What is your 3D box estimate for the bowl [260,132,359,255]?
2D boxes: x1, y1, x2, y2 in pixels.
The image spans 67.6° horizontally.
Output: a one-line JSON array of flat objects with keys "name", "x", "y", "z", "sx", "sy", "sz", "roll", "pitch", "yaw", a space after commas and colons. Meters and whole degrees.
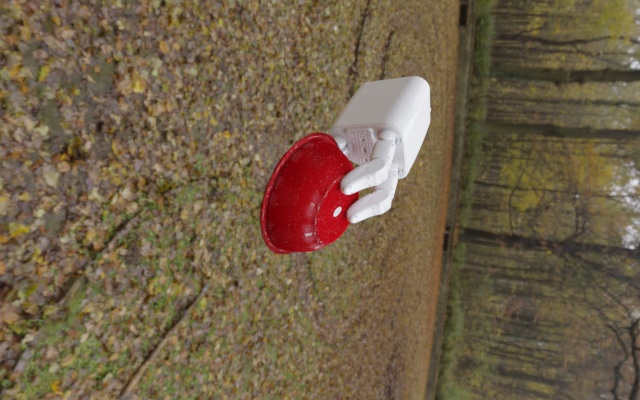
[{"name": "bowl", "x": 0.000, "y": 0.003, "z": 0.583, "sx": 0.055, "sy": 0.162, "sz": 0.162, "roll": 24, "pitch": 12, "yaw": 30}]
